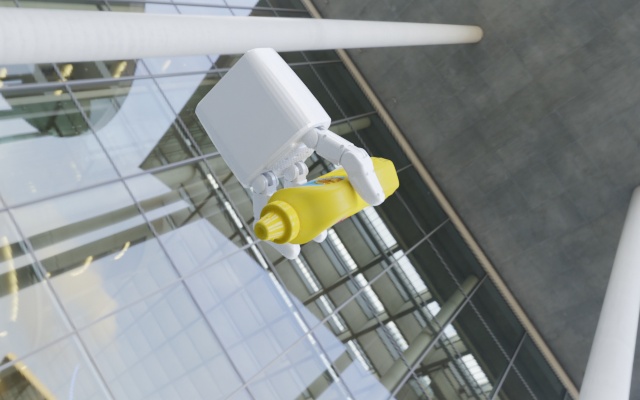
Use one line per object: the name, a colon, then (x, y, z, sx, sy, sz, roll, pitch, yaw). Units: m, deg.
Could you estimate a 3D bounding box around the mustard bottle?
mustard bottle: (0.000, 0.002, 0.507, 0.096, 0.058, 0.191, -12, 8, 38)
